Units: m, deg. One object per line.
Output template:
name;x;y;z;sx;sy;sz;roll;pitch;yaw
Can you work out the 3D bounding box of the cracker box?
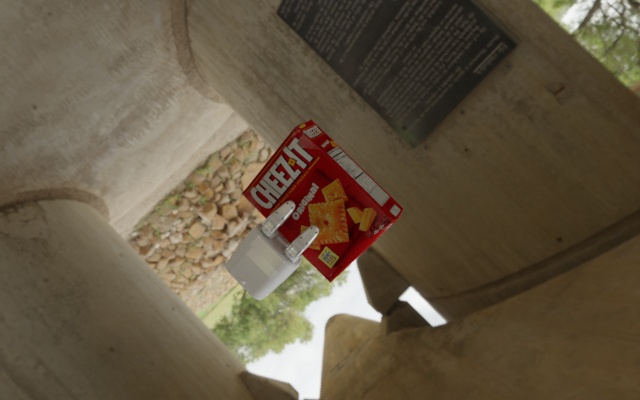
cracker box;0.000;0.003;0.783;0.164;0.213;0.072;-47;-4;27
